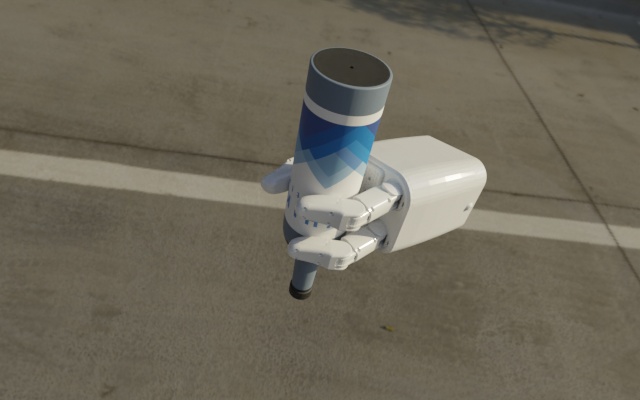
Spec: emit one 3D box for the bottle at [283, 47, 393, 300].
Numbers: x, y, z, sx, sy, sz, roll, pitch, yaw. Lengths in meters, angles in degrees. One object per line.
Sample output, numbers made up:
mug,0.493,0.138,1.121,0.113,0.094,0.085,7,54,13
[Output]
bottle,0.000,0.001,0.472,0.069,0.296,0.069,7,42,-6
